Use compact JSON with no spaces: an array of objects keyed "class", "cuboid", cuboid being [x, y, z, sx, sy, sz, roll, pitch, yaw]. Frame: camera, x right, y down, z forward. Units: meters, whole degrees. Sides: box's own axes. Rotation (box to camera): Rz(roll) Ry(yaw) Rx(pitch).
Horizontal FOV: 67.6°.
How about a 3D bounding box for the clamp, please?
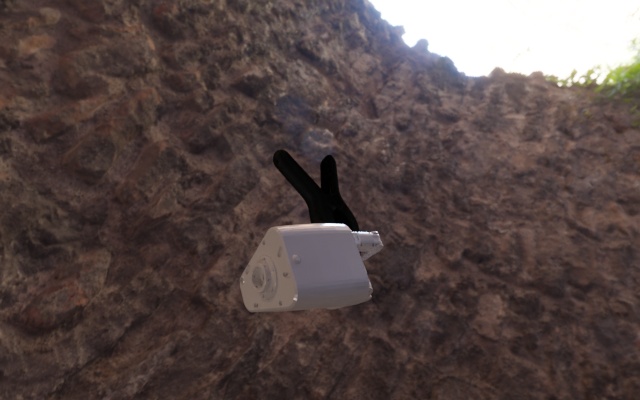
[{"class":"clamp","cuboid":[0.000,0.003,0.635,0.120,0.171,0.039,5,-36,-43]}]
